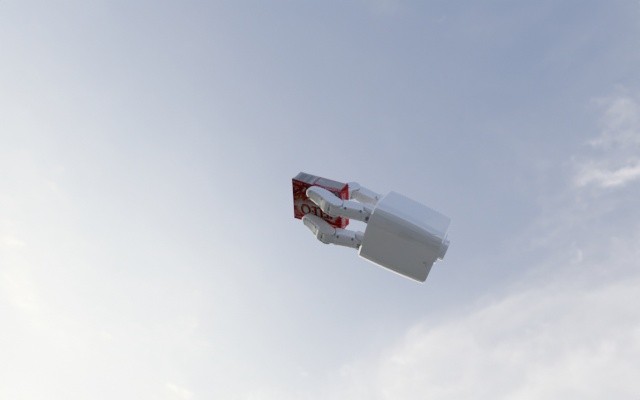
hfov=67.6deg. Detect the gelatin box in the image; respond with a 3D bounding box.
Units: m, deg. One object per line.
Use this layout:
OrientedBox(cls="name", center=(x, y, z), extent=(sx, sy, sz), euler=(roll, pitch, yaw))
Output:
OrientedBox(cls="gelatin box", center=(0.000, 0.002, 0.735), extent=(0.089, 0.073, 0.030), euler=(16, 36, 26))
